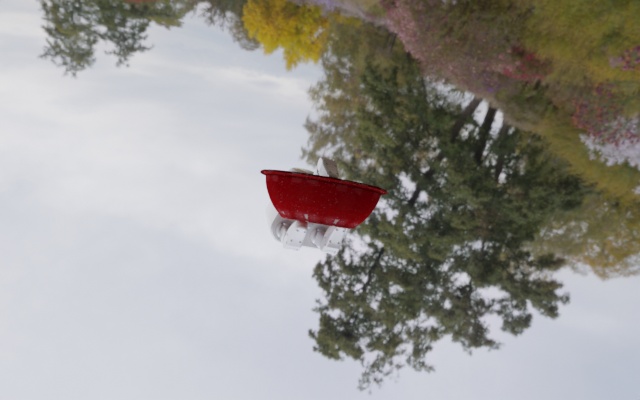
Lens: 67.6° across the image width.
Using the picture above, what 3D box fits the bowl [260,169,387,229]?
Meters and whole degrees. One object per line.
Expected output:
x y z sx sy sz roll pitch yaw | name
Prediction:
0.000 0.002 0.600 0.162 0.055 0.162 9 -2 0 | bowl
